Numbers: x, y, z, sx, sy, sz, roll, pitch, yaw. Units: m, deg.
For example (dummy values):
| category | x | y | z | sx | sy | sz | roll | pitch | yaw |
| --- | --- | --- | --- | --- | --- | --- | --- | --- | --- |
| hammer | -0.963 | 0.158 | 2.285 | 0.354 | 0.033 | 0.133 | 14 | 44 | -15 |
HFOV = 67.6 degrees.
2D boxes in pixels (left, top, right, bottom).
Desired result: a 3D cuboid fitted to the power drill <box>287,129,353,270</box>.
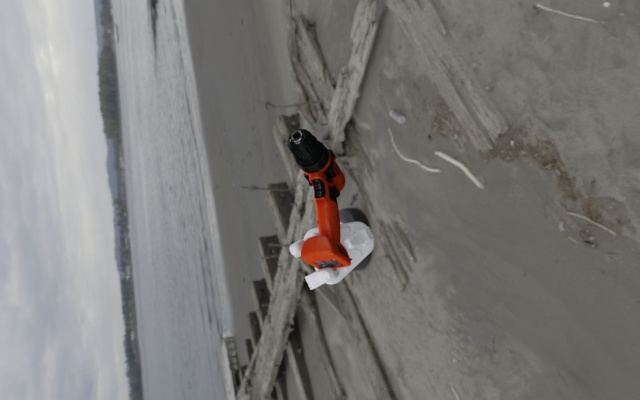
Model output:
| category | x | y | z | sx | sy | sz | roll | pitch | yaw |
| --- | --- | --- | --- | --- | --- | --- | --- | --- | --- |
| power drill | 0.000 | 0.003 | 0.731 | 0.057 | 0.187 | 0.184 | -10 | -23 | 19 |
